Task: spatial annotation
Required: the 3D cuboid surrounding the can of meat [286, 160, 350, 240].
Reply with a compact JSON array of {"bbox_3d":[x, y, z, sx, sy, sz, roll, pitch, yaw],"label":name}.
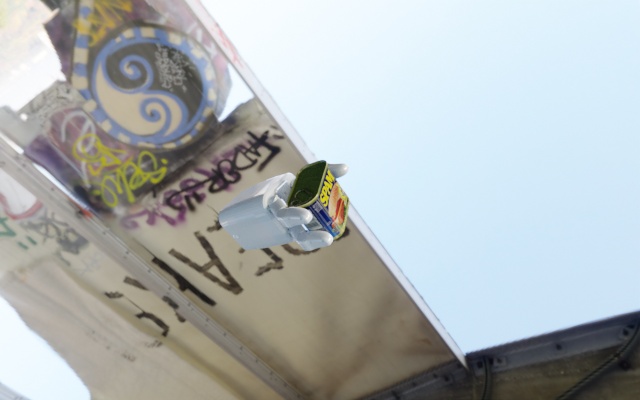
[{"bbox_3d":[0.000,0.003,0.739,0.057,0.084,0.102,-17,36,29],"label":"can of meat"}]
